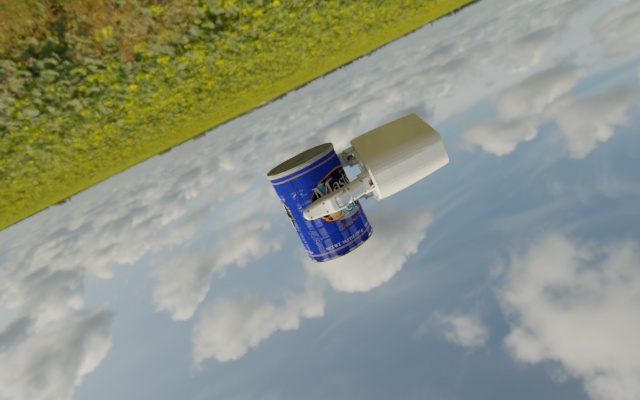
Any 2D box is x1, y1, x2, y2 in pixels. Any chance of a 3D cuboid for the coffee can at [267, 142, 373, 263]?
[{"bbox_3d":[0.000,0.002,0.683,0.103,0.140,0.102,-25,13,6],"label":"coffee can"}]
